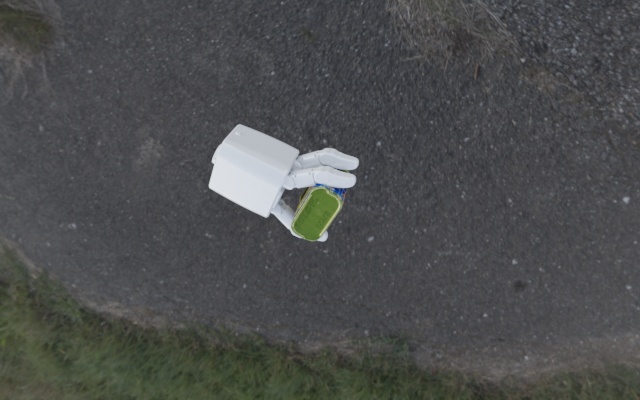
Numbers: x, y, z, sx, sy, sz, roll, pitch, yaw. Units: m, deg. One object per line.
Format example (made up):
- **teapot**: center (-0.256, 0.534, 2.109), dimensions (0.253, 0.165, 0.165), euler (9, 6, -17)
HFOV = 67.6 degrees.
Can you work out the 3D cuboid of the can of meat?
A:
- **can of meat**: center (0.000, 0.003, 0.741), dimensions (0.057, 0.102, 0.084), euler (29, 31, -6)
